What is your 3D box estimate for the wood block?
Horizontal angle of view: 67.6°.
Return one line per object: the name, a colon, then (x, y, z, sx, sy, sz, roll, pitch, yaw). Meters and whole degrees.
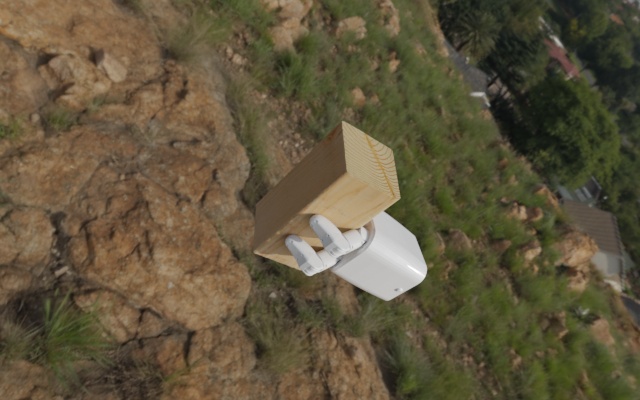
wood block: (0.000, 0.002, 0.653, 0.090, 0.090, 0.206, 25, -46, -29)
